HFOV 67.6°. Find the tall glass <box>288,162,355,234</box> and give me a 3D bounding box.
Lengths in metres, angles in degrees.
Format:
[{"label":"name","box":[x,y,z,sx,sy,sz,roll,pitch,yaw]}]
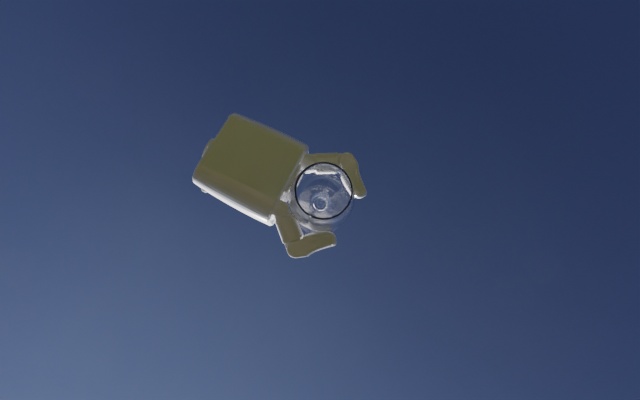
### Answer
[{"label":"tall glass","box":[0.000,0.002,0.600,0.079,0.079,0.201,0,-7,-2]}]
